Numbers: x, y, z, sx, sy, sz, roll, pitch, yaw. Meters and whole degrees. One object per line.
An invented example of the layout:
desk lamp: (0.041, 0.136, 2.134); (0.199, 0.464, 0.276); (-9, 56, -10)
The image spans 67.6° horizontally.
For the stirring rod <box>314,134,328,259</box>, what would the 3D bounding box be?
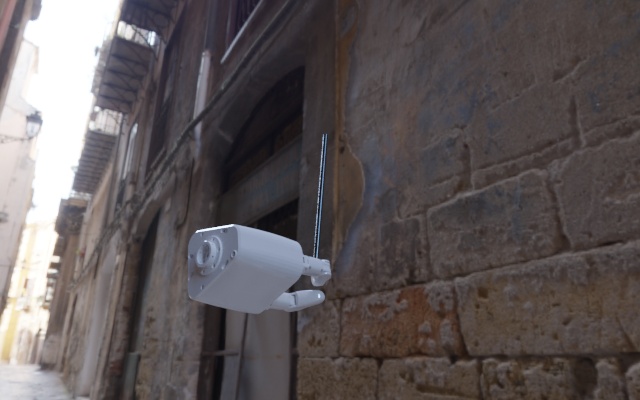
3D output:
stirring rod: (0.000, 0.003, 0.750); (0.011, 0.239, 0.011); (4, -22, 2)
